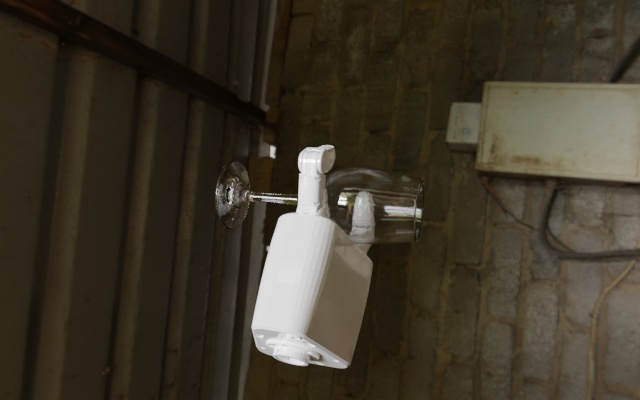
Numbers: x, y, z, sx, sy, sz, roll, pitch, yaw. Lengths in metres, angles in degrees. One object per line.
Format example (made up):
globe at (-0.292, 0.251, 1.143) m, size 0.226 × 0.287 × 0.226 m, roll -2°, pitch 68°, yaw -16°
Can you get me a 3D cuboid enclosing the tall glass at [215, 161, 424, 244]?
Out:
tall glass at (-0.001, 0.001, 0.484) m, size 0.201 × 0.079 × 0.079 m, roll 4°, pitch 1°, yaw 18°
